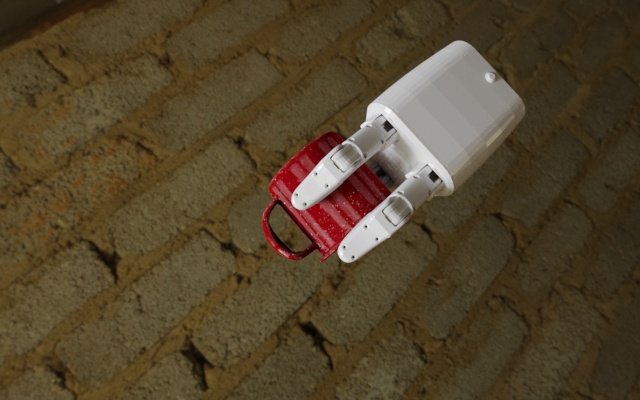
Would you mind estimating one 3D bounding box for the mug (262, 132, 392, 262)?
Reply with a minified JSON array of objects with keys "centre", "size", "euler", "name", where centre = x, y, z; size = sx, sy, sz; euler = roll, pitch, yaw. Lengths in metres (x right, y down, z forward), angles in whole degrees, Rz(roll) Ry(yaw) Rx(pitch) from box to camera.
[{"centre":[-0.001,0.002,0.420],"size":[0.117,0.081,0.093],"euler":[-40,-5,-18],"name":"mug"}]
